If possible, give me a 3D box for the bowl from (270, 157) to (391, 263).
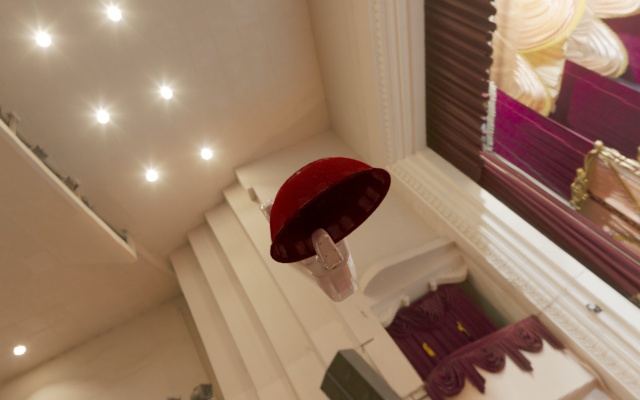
[{"bbox_3d":[0.000,0.001,0.545,0.162,0.055,0.162,-30,-23,-14],"label":"bowl"}]
